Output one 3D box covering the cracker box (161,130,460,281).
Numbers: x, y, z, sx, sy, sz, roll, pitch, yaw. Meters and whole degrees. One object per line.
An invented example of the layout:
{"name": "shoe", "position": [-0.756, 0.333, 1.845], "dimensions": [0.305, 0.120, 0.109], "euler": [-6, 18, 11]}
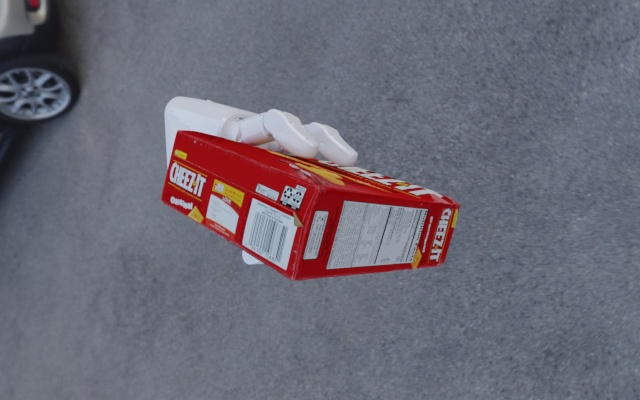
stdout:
{"name": "cracker box", "position": [0.000, 0.002, 0.421], "dimensions": [0.164, 0.072, 0.214], "euler": [23, 11, 39]}
